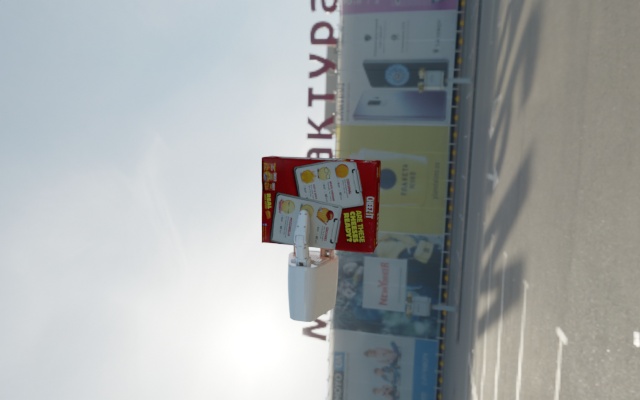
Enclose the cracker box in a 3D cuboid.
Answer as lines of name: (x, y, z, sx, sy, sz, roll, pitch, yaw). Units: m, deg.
cracker box: (0.000, 0.003, 0.882, 0.213, 0.164, 0.072, 4, 11, 14)
